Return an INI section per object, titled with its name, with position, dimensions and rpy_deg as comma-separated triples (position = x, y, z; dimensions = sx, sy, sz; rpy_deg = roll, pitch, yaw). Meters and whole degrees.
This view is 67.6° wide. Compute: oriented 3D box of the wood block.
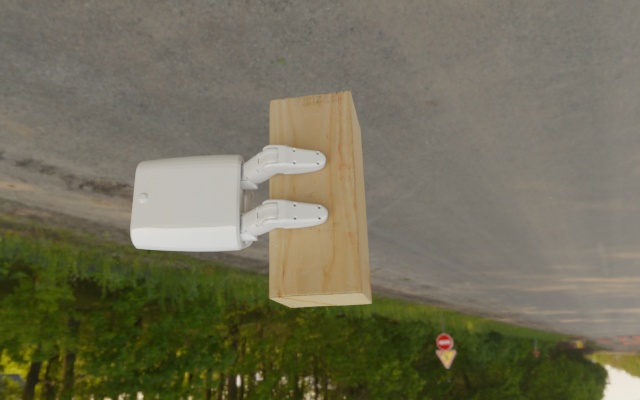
[wood block]
position = 0.000, 0.002, 0.502
dimensions = 0.090, 0.206, 0.091
rpy_deg = -5, -19, 9
